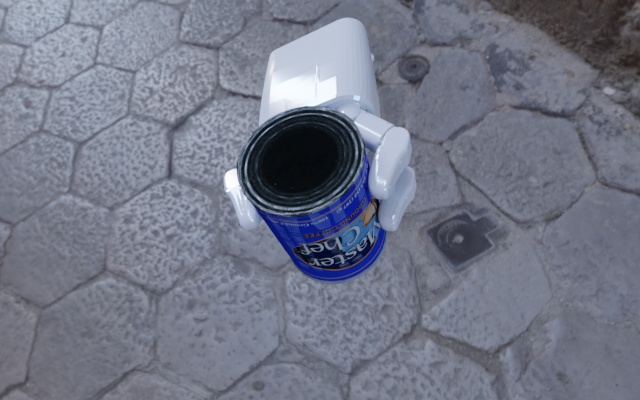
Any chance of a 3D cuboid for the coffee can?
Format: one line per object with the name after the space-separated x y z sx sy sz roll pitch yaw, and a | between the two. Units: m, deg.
0.000 0.002 0.423 0.103 0.102 0.140 0 -30 16 | coffee can
